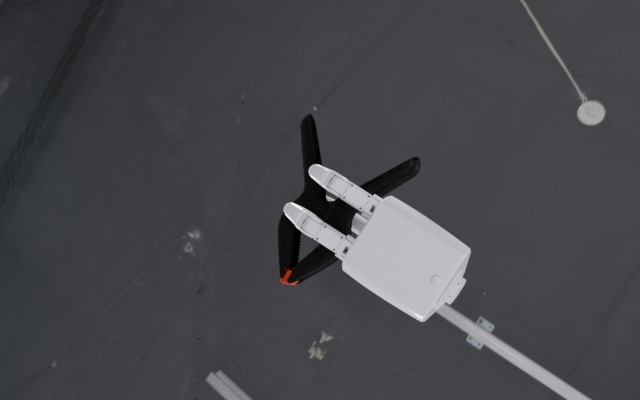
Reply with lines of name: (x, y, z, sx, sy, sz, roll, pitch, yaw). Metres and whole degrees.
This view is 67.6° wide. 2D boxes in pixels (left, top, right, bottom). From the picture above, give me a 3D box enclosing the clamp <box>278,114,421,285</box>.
clamp: (0.000, 0.003, 0.585, 0.164, 0.210, 0.036, 34, 2, 25)
